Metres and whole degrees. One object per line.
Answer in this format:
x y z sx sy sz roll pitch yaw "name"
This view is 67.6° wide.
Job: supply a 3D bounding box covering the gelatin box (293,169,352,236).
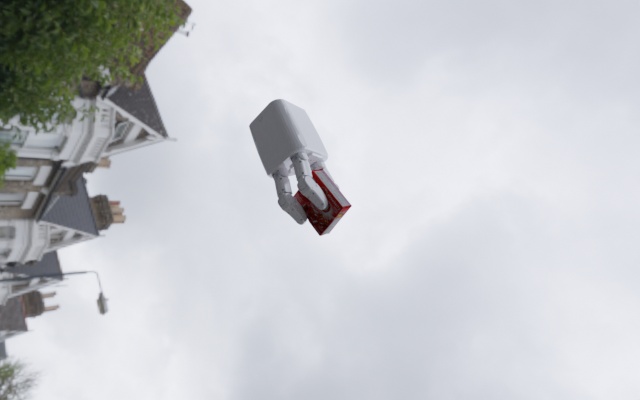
0.001 0.003 0.801 0.030 0.089 0.073 -11 -33 -50 "gelatin box"
